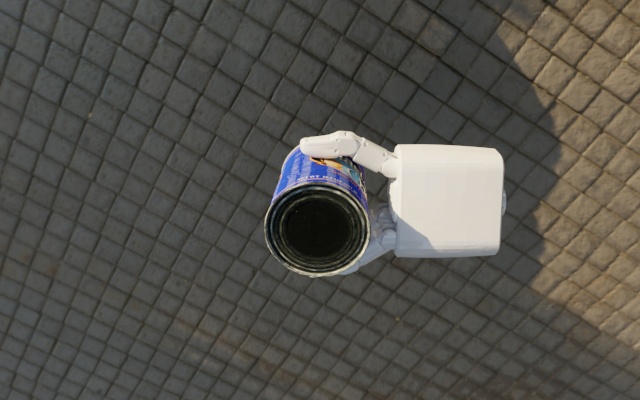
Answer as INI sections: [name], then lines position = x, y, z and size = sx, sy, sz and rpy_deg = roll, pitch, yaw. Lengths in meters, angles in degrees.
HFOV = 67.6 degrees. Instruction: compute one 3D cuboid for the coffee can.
[coffee can]
position = 0.000, 0.002, 0.518
size = 0.103, 0.103, 0.140
rpy_deg = 0, 24, 3
